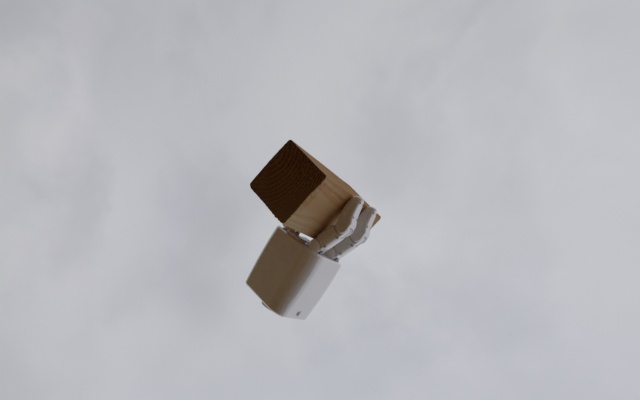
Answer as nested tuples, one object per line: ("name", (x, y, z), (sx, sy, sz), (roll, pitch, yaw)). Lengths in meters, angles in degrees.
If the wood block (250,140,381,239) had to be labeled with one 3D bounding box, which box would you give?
("wood block", (0.000, 0.003, 0.729), (0.090, 0.090, 0.206), (46, 7, 31))
